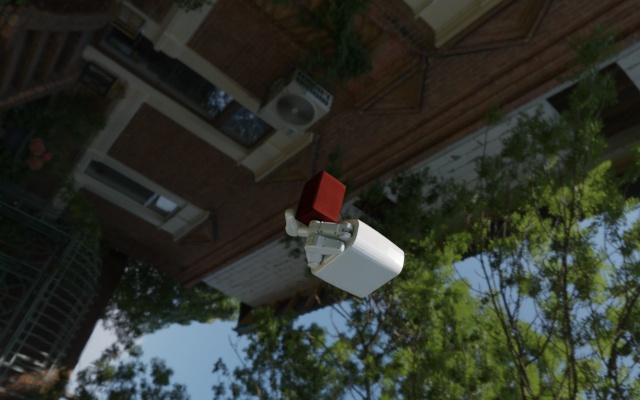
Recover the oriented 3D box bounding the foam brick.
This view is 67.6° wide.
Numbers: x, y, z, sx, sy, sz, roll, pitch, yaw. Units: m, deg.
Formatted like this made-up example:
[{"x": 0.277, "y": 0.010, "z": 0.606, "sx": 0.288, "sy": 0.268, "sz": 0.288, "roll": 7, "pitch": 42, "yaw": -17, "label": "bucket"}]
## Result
[{"x": 0.000, "y": 0.002, "z": 0.776, "sx": 0.051, "sy": 0.078, "sz": 0.053, "roll": 31, "pitch": -37, "yaw": -22, "label": "foam brick"}]
